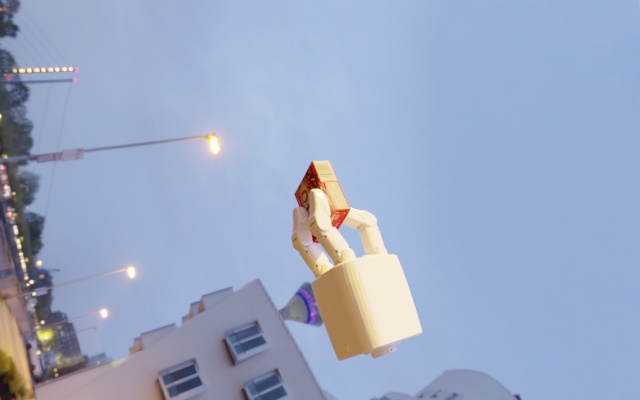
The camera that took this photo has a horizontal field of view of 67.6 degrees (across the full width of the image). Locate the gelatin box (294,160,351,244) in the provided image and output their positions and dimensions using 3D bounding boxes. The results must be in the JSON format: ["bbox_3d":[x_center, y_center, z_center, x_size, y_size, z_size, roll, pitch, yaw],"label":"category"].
[{"bbox_3d":[0.000,0.002,0.644,0.030,0.089,0.073,-2,-37,-29],"label":"gelatin box"}]
